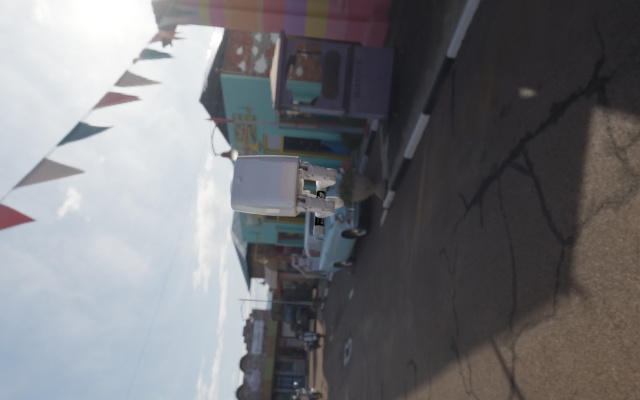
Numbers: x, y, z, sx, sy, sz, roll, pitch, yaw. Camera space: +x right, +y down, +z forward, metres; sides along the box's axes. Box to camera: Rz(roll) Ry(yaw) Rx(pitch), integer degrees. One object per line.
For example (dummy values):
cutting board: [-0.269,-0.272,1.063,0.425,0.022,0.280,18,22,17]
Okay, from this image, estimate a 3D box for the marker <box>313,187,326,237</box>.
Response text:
marker: [0.000,0.003,0.844,0.020,0.121,0.020,3,-17,1]
